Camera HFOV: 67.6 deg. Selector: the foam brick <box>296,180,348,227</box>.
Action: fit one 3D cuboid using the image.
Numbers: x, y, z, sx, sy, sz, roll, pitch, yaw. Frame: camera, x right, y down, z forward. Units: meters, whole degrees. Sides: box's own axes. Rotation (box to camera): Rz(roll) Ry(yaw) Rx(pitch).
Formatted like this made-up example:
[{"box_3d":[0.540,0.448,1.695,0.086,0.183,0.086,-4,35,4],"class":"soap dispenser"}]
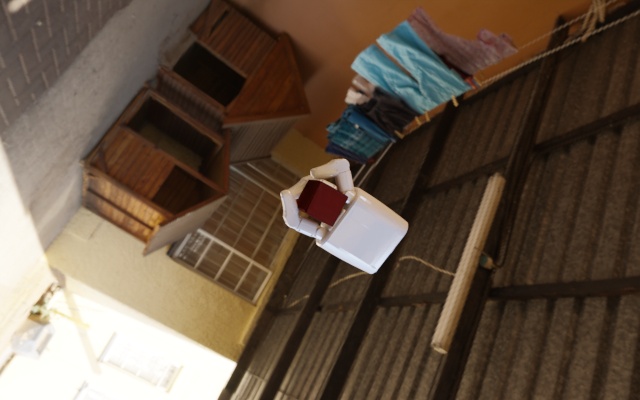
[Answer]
[{"box_3d":[0.000,0.002,0.739,0.051,0.053,0.078,30,-3,-15],"class":"foam brick"}]
